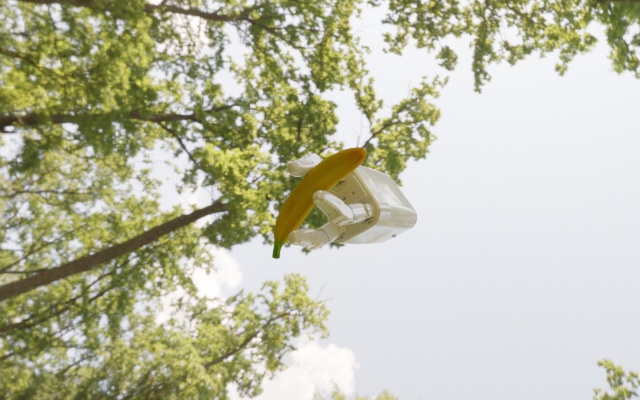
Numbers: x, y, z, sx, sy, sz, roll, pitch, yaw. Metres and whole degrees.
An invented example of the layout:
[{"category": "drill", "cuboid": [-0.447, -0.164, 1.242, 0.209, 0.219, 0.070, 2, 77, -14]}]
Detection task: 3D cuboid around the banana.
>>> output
[{"category": "banana", "cuboid": [-0.008, -0.007, 0.652, 0.037, 0.198, 0.069, 21, 27, -38]}]
